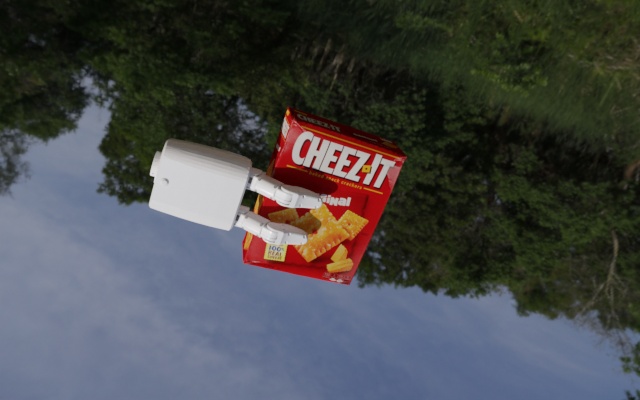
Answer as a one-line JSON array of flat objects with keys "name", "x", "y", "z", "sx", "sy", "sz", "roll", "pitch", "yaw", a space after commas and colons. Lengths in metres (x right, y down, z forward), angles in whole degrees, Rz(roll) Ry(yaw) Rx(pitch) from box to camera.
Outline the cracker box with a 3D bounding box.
[{"name": "cracker box", "x": 0.000, "y": 0.002, "z": 0.661, "sx": 0.164, "sy": 0.214, "sz": 0.072, "roll": 15, "pitch": 21, "yaw": -17}]
